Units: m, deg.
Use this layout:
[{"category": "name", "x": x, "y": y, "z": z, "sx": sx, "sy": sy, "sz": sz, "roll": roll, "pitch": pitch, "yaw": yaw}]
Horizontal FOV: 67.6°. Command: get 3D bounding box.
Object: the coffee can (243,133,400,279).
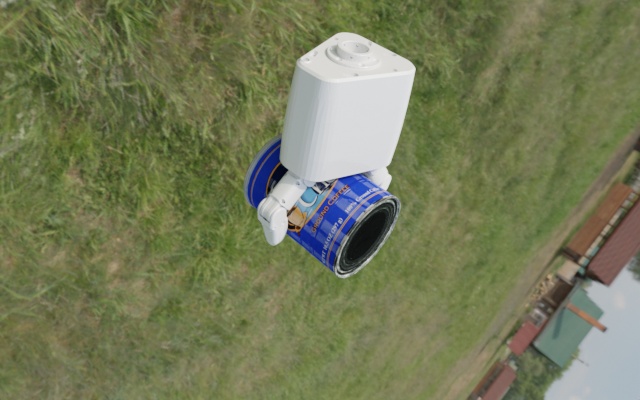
[{"category": "coffee can", "x": 0.000, "y": 0.002, "z": 0.520, "sx": 0.140, "sy": 0.103, "sz": 0.103, "roll": 37, "pitch": 18, "yaw": 26}]
